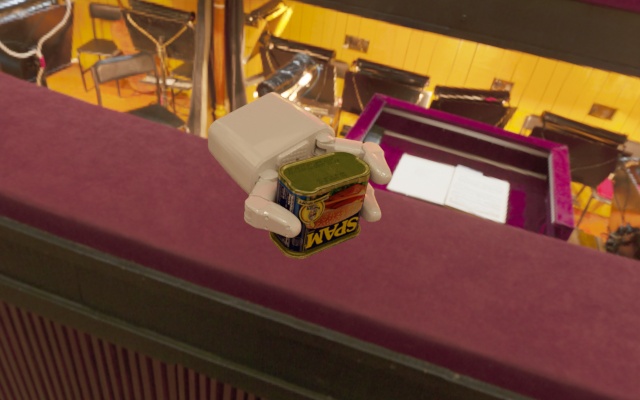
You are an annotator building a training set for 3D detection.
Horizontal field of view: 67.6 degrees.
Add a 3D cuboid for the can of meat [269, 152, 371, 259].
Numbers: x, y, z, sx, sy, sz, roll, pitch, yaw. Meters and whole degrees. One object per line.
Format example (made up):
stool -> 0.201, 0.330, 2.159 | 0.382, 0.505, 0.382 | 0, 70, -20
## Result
can of meat -> 0.000, 0.001, 0.500 | 0.102, 0.084, 0.057 | -19, 44, -32
